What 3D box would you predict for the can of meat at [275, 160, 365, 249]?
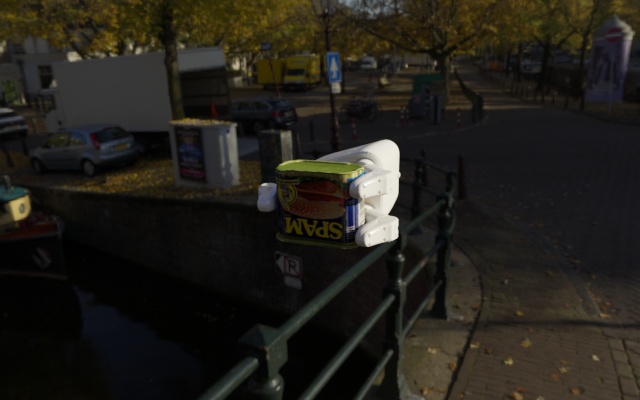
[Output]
[{"bbox_3d":[0.000,0.001,0.535,0.102,0.084,0.057,5,19,22],"label":"can of meat"}]
